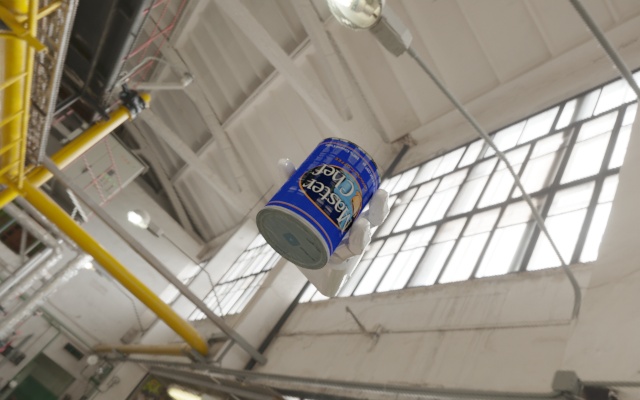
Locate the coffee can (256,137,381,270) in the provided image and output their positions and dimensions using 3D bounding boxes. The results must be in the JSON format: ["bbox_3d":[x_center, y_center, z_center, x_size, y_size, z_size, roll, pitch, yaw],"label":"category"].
[{"bbox_3d":[0.000,0.002,0.607,0.103,0.103,0.140,0,41,44],"label":"coffee can"}]
